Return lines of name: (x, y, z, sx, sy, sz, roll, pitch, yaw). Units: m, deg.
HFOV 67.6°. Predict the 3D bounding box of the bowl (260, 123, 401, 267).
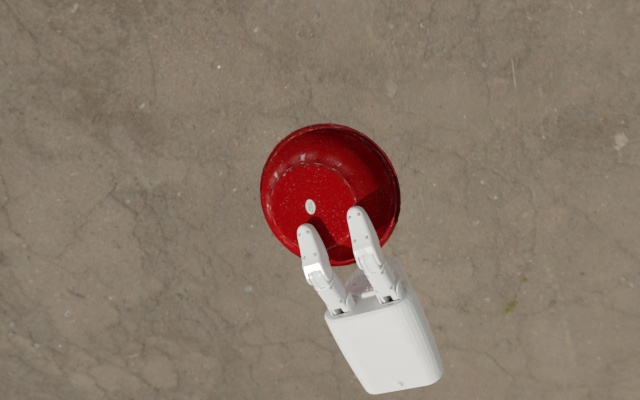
bowl: (-0.001, 0.001, 0.501, 0.162, 0.162, 0.055, 0, 12, 18)
